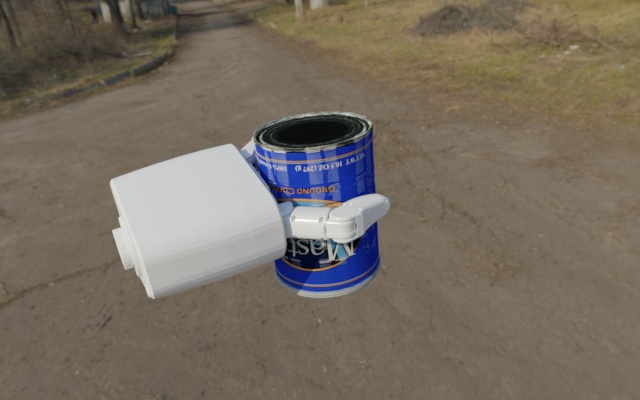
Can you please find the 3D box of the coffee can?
[{"bbox_3d":[0.000,0.002,0.434,0.103,0.140,0.102,-5,25,2],"label":"coffee can"}]
